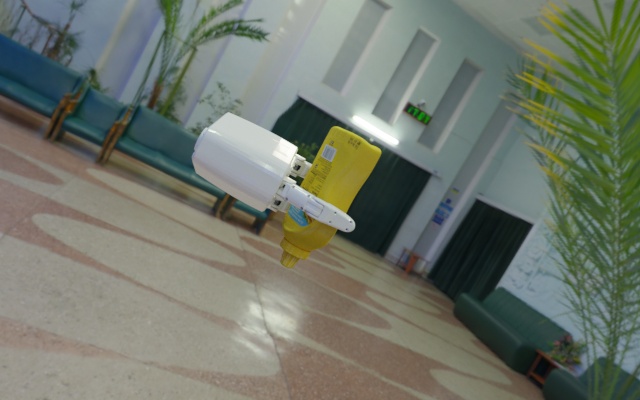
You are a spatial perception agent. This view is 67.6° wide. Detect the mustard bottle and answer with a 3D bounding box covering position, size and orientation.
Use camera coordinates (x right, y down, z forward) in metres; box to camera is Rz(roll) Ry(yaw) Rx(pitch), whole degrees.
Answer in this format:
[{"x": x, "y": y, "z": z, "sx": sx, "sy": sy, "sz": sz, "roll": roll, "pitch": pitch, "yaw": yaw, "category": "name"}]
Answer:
[{"x": 0.001, "y": 0.002, "z": 0.618, "sx": 0.058, "sy": 0.191, "sz": 0.096, "roll": 26, "pitch": 6, "yaw": -31, "category": "mustard bottle"}]
